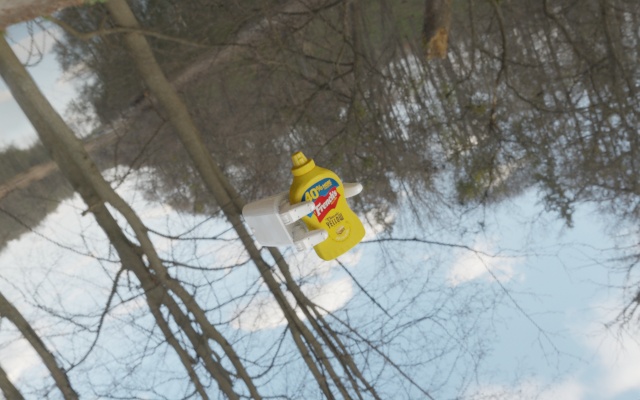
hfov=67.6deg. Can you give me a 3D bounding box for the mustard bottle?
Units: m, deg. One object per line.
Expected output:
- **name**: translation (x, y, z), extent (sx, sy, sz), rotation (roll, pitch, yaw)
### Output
- **mustard bottle**: translation (0.000, 0.003, 0.826), extent (0.096, 0.192, 0.058), rotation (-32, 18, -16)
